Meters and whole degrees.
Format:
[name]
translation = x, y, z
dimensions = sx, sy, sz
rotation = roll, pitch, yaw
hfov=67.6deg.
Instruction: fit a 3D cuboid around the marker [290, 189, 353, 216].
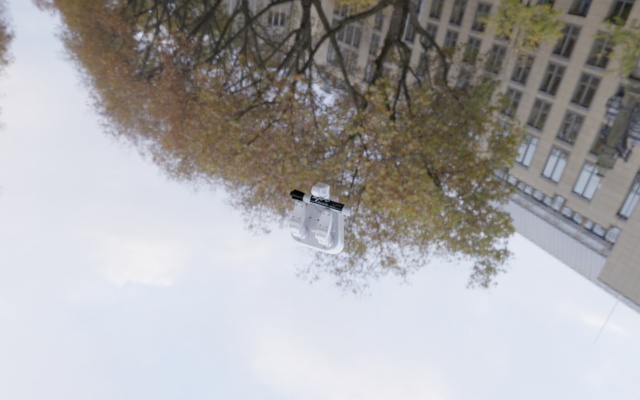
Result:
[marker]
translation = 0.000, 0.003, 0.884
dimensions = 0.121, 0.020, 0.020
rotation = 17, 4, 14
